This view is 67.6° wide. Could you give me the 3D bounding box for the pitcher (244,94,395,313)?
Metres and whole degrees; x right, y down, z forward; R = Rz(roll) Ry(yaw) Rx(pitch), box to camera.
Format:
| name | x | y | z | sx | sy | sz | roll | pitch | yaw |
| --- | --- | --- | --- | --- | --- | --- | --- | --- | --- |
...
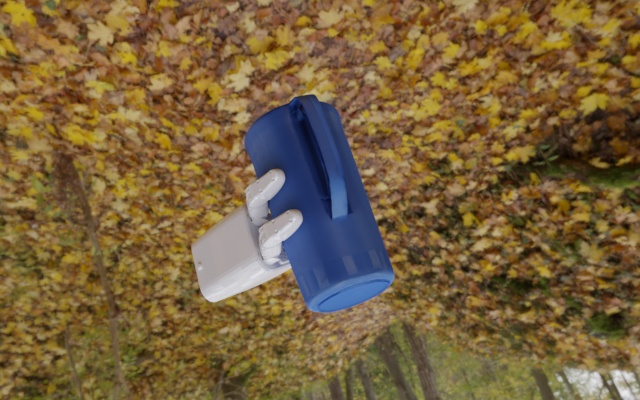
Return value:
| name | x | y | z | sx | sy | sz | roll | pitch | yaw |
| --- | --- | --- | --- | --- | --- | --- | --- | --- | --- |
| pitcher | 0.000 | 0.002 | 0.582 | 0.145 | 0.242 | 0.149 | -32 | -27 | 24 |
